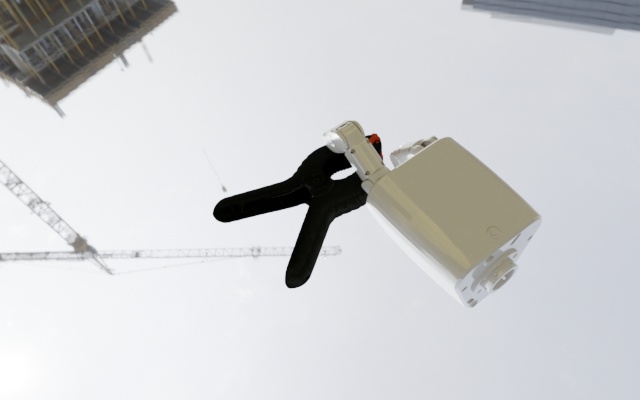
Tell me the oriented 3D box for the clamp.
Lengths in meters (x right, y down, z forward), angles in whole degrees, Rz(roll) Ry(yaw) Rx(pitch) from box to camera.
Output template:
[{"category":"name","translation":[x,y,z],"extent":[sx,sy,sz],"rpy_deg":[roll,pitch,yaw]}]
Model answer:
[{"category":"clamp","translation":[0.000,0.002,0.431],"extent":[0.171,0.120,0.039],"rpy_deg":[-33,-32,-13]}]
